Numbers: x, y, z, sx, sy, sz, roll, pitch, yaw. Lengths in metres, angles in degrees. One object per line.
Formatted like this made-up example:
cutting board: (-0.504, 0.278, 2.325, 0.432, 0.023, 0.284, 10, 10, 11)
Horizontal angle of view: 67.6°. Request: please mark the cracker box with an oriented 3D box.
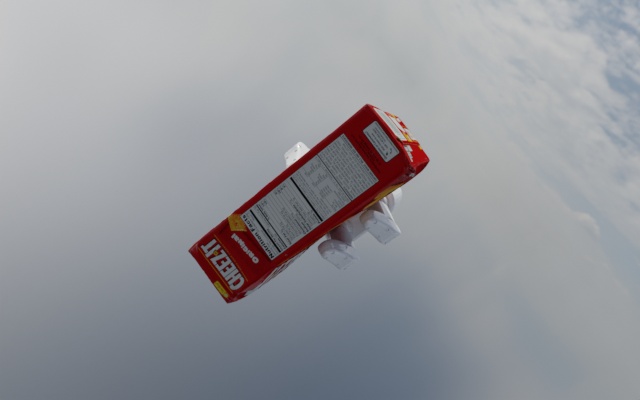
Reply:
cracker box: (0.000, 0.001, 0.479, 0.214, 0.072, 0.164, -38, -5, 17)
